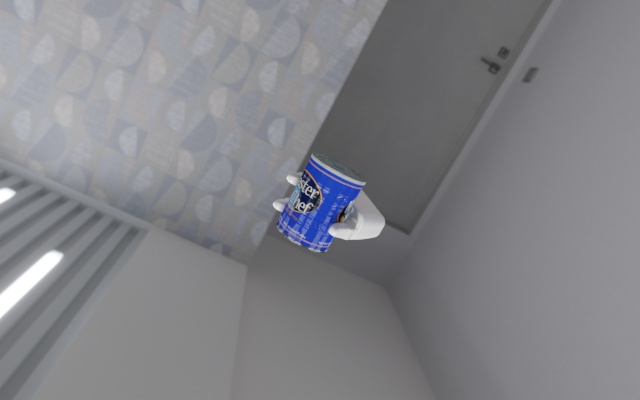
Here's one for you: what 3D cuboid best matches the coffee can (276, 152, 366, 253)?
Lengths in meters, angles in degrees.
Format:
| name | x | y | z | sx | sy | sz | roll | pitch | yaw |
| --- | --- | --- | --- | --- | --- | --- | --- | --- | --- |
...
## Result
| name | x | y | z | sx | sy | sz | roll | pitch | yaw |
| --- | --- | --- | --- | --- | --- | --- | --- | --- | --- |
| coffee can | 0.000 | 0.003 | 0.818 | 0.103 | 0.140 | 0.102 | 27 | 13 | -7 |
